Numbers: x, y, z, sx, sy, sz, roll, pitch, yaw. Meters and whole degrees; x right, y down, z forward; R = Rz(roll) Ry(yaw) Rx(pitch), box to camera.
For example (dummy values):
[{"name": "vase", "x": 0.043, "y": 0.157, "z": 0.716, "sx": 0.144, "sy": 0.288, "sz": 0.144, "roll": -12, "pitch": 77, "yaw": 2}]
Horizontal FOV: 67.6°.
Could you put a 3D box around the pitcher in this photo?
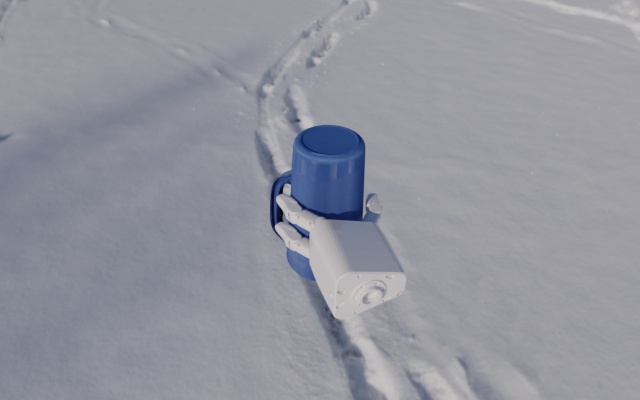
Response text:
[{"name": "pitcher", "x": 0.000, "y": 0.003, "z": 0.777, "sx": 0.149, "sy": 0.243, "sz": 0.145, "roll": -9, "pitch": 39, "yaw": -13}]
